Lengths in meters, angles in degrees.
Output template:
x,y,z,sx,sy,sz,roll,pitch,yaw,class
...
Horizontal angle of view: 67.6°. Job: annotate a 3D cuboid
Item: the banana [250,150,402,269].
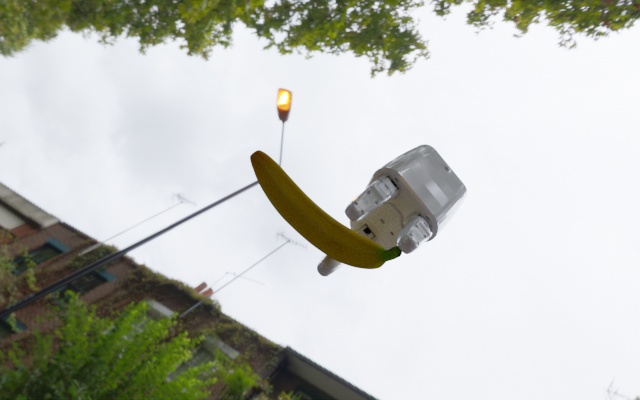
x,y,z,sx,sy,sz,roll,pitch,yaw,class
-0.001,0.018,0.507,0.197,0.070,0.037,34,41,21,banana
